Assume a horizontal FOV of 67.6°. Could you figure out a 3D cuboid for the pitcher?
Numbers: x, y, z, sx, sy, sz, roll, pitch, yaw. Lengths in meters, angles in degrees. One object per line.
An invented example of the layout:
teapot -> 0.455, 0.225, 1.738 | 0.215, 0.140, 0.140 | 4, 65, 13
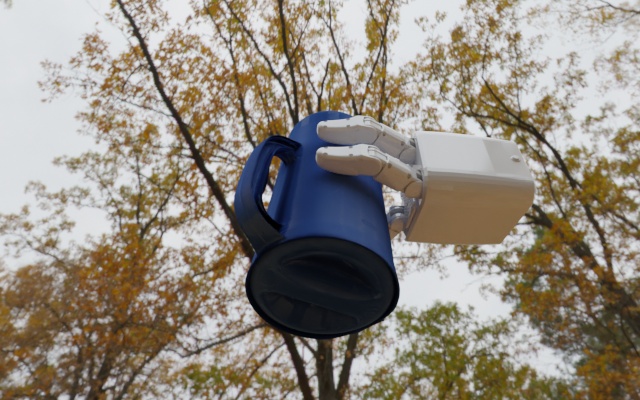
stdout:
pitcher -> 0.000, 0.002, 0.492 | 0.145, 0.149, 0.242 | 4, 39, -1
